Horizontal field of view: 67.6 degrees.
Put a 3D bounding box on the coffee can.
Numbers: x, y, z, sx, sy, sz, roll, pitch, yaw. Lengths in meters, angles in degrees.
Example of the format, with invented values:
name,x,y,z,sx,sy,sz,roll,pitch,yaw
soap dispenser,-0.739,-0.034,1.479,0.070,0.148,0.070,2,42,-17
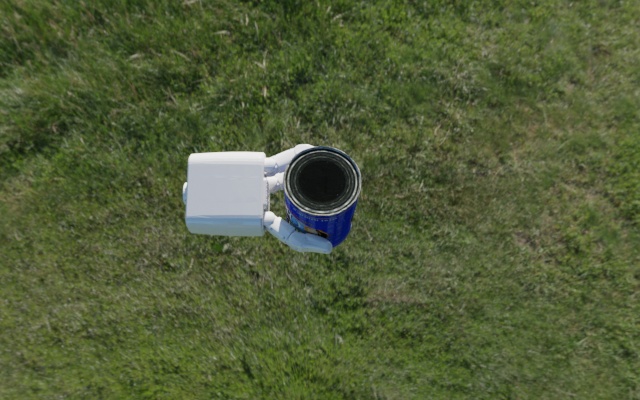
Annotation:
name,x,y,z,sx,sy,sz,roll,pitch,yaw
coffee can,0.000,0.002,0.680,0.103,0.102,0.140,0,-25,-2
